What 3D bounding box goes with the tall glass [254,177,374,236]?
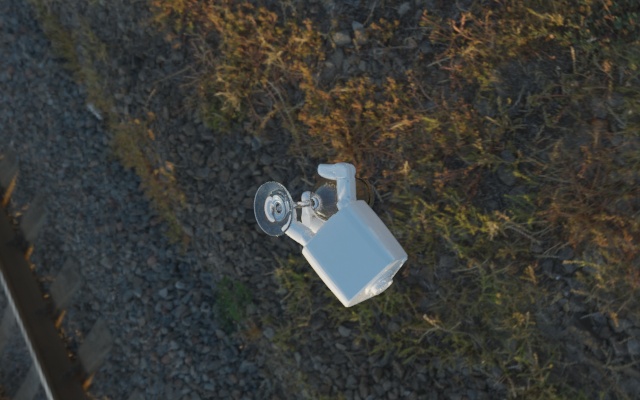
[{"bbox_3d":[0.000,0.002,0.715,0.079,0.079,0.201,0,6,40],"label":"tall glass"}]
